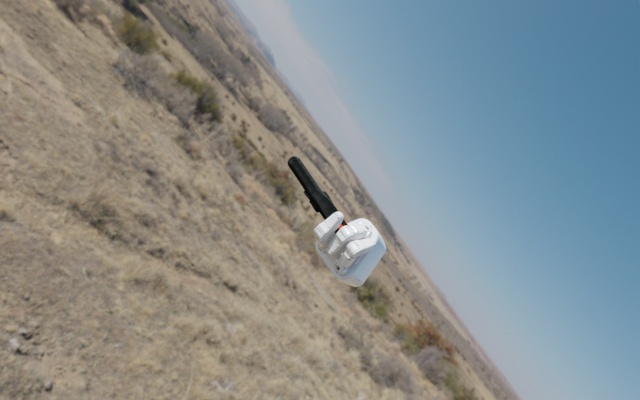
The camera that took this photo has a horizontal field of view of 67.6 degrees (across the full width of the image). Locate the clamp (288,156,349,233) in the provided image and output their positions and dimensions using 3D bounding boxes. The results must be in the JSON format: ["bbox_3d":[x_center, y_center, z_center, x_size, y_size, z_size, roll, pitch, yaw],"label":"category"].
[{"bbox_3d":[0.001,0.003,0.892,0.039,0.171,0.120,-35,-26,2],"label":"clamp"}]
